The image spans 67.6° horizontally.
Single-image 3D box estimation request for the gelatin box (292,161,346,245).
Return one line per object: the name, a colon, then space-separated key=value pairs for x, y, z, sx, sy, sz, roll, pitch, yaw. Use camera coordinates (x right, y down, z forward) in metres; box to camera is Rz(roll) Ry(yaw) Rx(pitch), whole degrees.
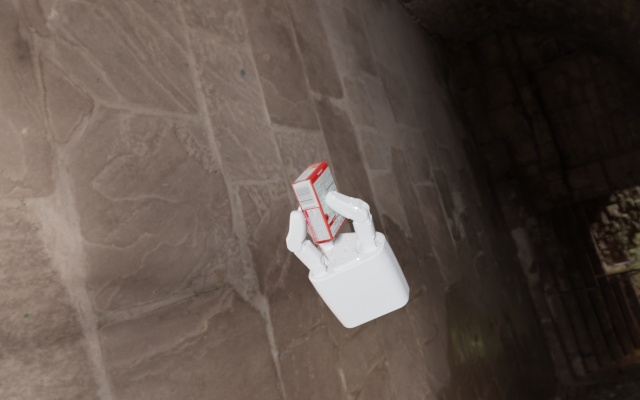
gelatin box: x=0.000 y=0.002 z=0.633 sx=0.030 sy=0.089 sz=0.073 roll=-13 pitch=18 yaw=24
